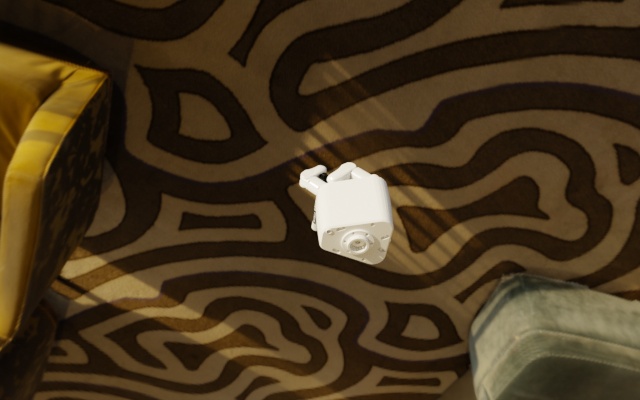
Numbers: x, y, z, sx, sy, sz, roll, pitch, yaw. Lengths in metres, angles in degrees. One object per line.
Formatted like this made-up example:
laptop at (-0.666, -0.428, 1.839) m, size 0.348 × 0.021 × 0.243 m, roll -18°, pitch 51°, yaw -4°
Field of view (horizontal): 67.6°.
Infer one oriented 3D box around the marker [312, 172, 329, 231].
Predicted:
marker at (0.000, 0.003, 0.835) m, size 0.020 × 0.121 × 0.020 m, roll 5°, pitch 38°, yaw -4°
